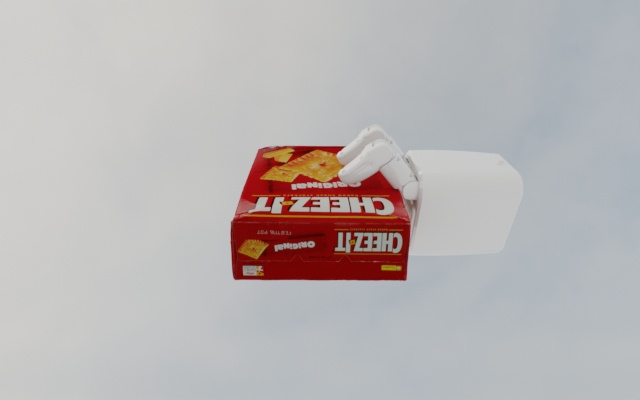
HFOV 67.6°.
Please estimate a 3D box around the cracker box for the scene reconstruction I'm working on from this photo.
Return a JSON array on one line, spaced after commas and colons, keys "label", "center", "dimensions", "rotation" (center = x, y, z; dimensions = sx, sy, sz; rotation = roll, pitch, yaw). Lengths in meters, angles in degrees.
[{"label": "cracker box", "center": [0.000, 0.002, 0.526], "dimensions": [0.164, 0.072, 0.213], "rotation": [0, 24, 0]}]
